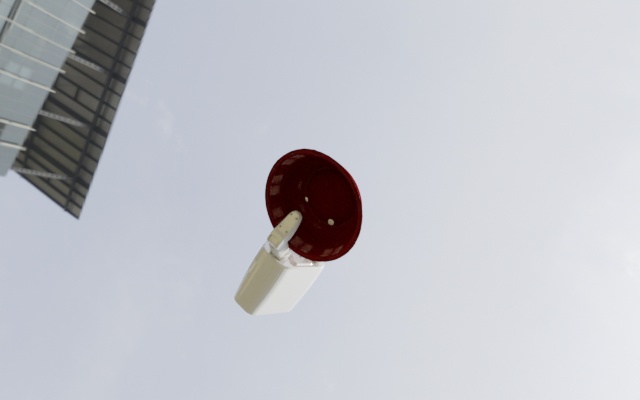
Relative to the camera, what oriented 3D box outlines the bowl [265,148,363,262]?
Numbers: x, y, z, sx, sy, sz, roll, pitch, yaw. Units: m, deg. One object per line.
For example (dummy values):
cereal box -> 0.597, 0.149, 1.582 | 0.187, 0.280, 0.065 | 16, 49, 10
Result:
bowl -> 0.001, 0.001, 0.674 | 0.162, 0.162, 0.055 | 0, 15, 35
